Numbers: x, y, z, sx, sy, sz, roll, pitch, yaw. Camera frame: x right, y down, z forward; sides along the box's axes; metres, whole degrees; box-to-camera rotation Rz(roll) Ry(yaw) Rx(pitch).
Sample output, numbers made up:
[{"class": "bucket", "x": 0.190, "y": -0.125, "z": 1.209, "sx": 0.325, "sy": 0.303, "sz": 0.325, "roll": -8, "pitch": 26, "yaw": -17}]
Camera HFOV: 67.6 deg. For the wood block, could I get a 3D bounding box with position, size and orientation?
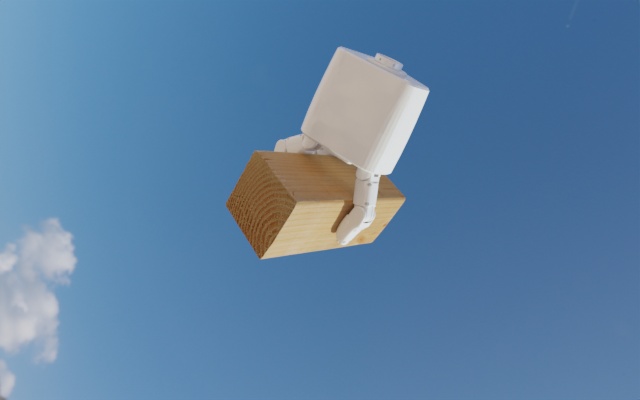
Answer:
[{"class": "wood block", "x": 0.001, "y": 0.002, "z": 0.602, "sx": 0.206, "sy": 0.090, "sz": 0.090, "roll": -2, "pitch": 45, "yaw": -47}]
